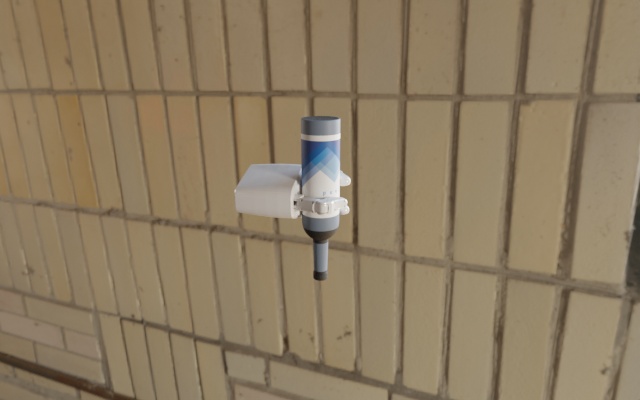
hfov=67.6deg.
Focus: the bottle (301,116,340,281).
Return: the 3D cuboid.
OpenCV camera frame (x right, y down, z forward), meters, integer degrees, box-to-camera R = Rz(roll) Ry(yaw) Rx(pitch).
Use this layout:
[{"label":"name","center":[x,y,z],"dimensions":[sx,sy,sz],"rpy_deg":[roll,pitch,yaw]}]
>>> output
[{"label":"bottle","center":[0.000,0.003,0.844],"dimensions":[0.069,0.296,0.069],"rpy_deg":[0,17,0]}]
